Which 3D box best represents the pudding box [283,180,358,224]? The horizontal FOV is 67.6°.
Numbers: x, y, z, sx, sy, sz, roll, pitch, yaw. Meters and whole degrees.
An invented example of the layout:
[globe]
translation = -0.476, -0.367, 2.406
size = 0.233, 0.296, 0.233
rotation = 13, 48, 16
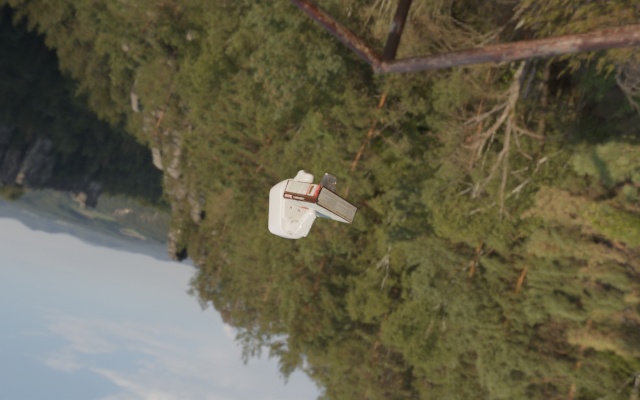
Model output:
[pudding box]
translation = 0.000, 0.003, 0.876
size = 0.090, 0.039, 0.113
rotation = 9, -13, 43
